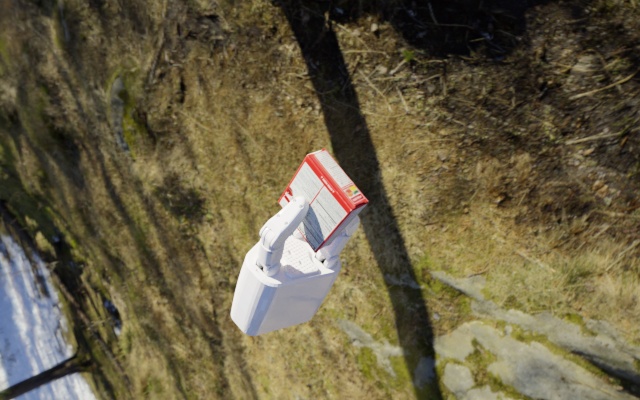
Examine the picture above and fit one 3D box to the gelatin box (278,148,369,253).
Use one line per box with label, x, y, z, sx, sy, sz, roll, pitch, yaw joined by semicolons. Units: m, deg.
gelatin box;0.000;0.002;0.501;0.030;0.073;0.089;-26;-19;-40
